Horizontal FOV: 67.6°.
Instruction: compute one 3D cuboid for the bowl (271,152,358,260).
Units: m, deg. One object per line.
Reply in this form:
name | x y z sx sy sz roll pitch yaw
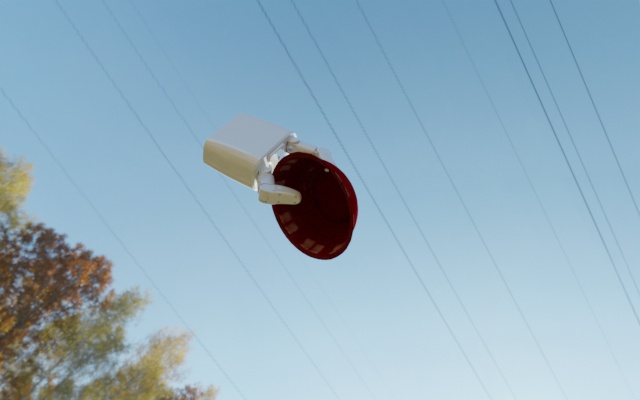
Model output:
bowl | 0.001 0.003 0.695 0.162 0.162 0.055 0 17 44
